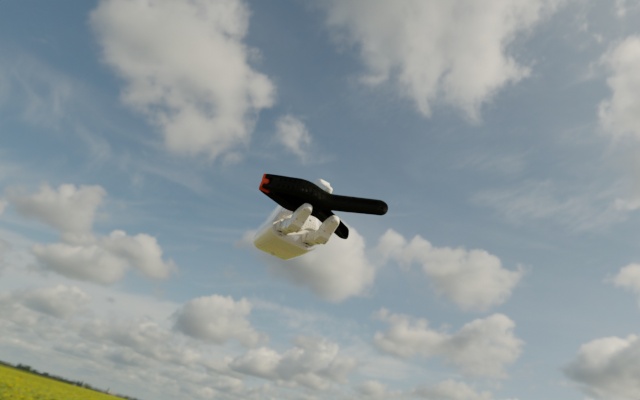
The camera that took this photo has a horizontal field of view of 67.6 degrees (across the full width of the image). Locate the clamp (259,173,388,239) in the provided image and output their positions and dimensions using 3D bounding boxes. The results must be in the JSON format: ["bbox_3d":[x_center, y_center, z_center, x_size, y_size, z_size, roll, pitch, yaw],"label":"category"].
[{"bbox_3d":[0.000,0.002,0.817,0.210,0.036,0.164,25,-29,-20],"label":"clamp"}]
